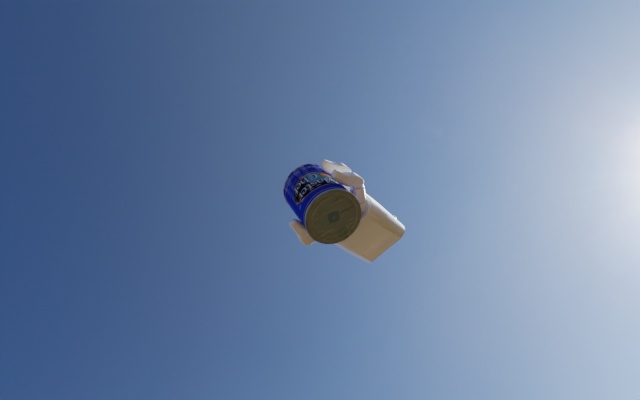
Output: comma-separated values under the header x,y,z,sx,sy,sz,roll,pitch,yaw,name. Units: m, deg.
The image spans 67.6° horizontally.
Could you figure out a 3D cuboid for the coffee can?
x,y,z,sx,sy,sz,roll,pitch,yaw,name
0.000,0.003,0.871,0.103,0.103,0.140,0,22,-21,coffee can
